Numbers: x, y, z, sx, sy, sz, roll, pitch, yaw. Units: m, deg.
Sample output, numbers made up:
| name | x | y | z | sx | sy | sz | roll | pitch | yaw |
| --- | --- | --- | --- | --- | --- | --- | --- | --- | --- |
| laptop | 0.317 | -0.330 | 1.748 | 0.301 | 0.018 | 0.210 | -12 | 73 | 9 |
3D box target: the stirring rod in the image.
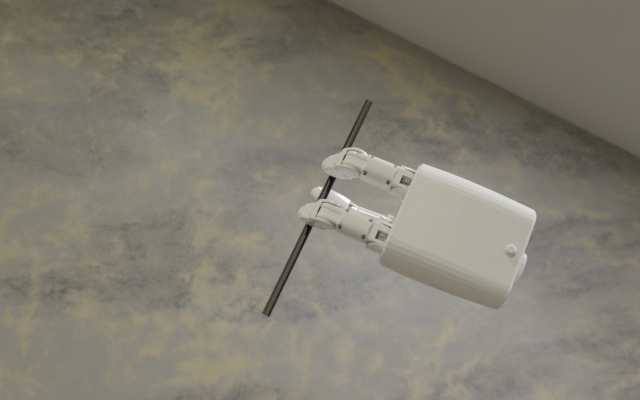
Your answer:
| name | x | y | z | sx | sy | sz | roll | pitch | yaw |
| --- | --- | --- | --- | --- | --- | --- | --- | --- | --- |
| stirring rod | 0.000 | 0.002 | 0.472 | 0.011 | 0.239 | 0.011 | 24 | -14 | 6 |
